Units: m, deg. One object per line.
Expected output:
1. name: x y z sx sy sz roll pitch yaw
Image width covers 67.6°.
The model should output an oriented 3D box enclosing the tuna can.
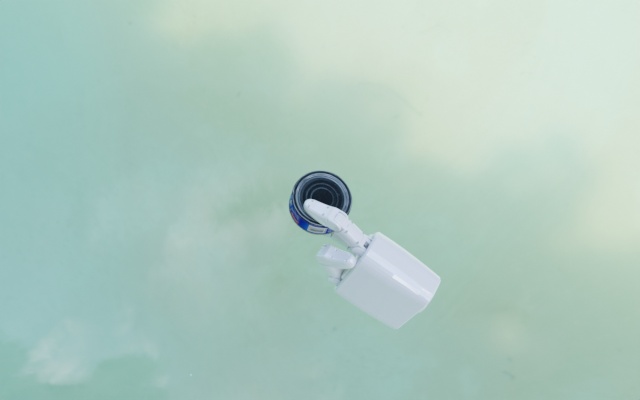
1. tuna can: 0.000 0.002 0.662 0.086 0.086 0.034 0 -23 -10
